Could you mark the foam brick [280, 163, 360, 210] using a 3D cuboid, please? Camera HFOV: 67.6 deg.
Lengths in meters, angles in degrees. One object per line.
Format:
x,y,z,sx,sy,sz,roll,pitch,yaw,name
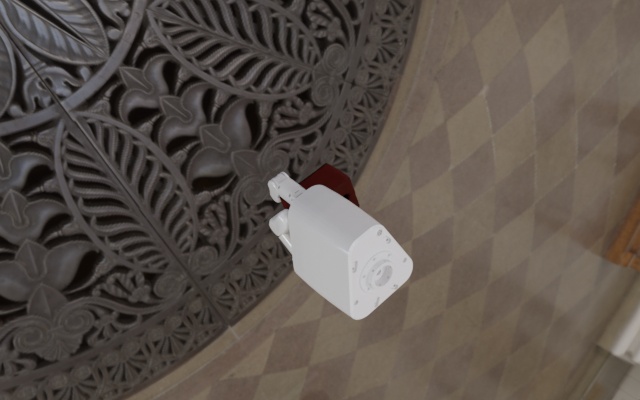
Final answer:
0.000,0.002,0.589,0.078,0.053,0.051,-38,41,-18,foam brick
